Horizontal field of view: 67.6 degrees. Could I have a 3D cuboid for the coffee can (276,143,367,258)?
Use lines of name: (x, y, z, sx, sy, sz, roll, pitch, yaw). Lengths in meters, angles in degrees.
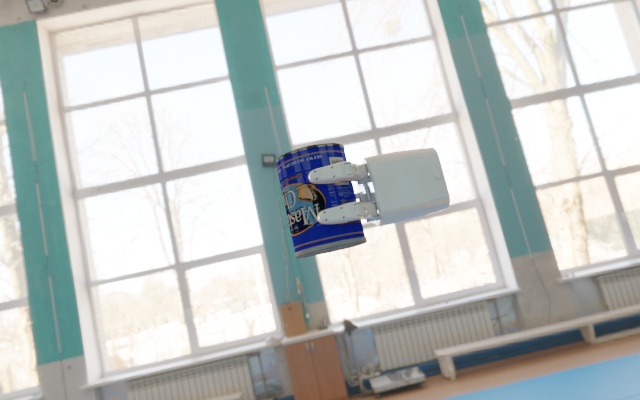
coffee can: (0.000, 0.002, 0.676, 0.103, 0.140, 0.103, -12, -9, -2)
